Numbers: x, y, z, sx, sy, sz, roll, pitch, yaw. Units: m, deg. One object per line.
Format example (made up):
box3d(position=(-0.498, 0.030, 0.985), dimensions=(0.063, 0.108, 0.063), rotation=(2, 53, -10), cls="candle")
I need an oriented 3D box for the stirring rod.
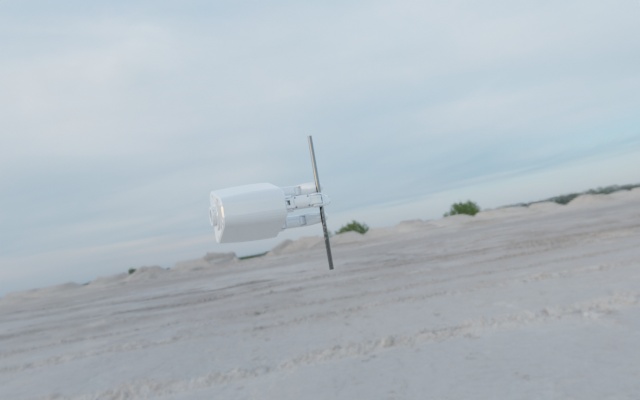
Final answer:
box3d(position=(0.000, 0.003, 0.846), dimensions=(0.011, 0.239, 0.011), rotation=(-9, -5, -1), cls="stirring rod")
